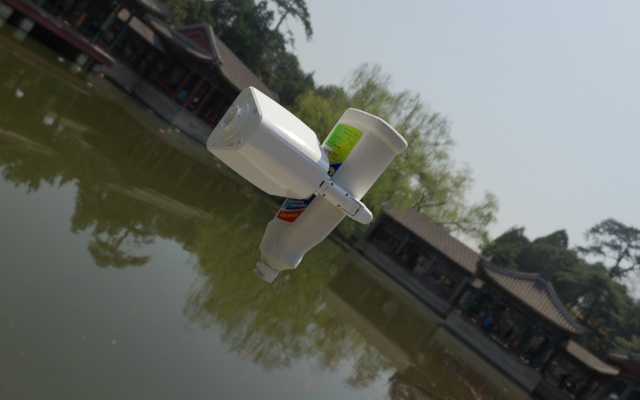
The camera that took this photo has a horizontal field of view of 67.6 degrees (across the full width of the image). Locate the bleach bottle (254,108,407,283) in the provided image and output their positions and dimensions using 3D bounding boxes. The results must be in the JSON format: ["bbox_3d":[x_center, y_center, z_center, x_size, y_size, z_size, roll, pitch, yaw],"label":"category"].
[{"bbox_3d":[0.000,0.002,0.625,0.068,0.251,0.102,35,1,-34],"label":"bleach bottle"}]
